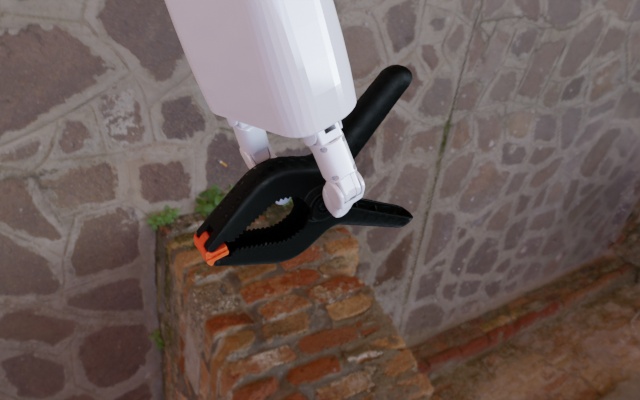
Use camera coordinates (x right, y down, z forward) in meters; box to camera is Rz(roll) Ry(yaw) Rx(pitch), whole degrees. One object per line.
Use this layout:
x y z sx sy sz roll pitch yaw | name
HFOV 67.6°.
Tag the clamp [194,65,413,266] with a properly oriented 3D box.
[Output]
0.000 0.002 0.401 0.210 0.165 0.036 -32 43 -15 | clamp
